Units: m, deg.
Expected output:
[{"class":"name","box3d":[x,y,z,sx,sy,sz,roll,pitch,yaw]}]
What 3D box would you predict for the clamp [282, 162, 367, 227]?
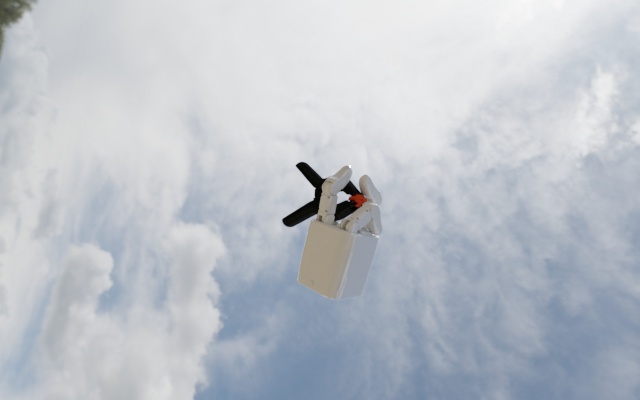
[{"class":"clamp","box3d":[0.001,0.003,0.816,0.039,0.120,0.171,13,3,-44]}]
